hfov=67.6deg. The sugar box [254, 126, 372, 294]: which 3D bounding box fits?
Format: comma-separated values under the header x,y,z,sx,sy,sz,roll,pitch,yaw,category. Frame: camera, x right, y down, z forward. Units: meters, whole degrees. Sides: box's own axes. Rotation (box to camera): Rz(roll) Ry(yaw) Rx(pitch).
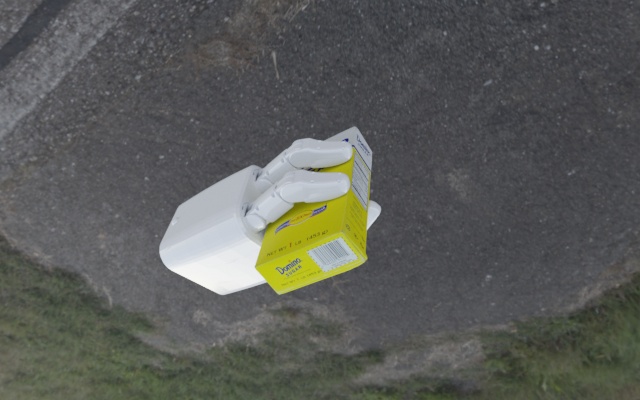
x,y,z,sx,sy,sz,roll,pitch,yaw,category
0.000,0.001,0.468,0.093,0.048,0.176,-23,33,23,sugar box
